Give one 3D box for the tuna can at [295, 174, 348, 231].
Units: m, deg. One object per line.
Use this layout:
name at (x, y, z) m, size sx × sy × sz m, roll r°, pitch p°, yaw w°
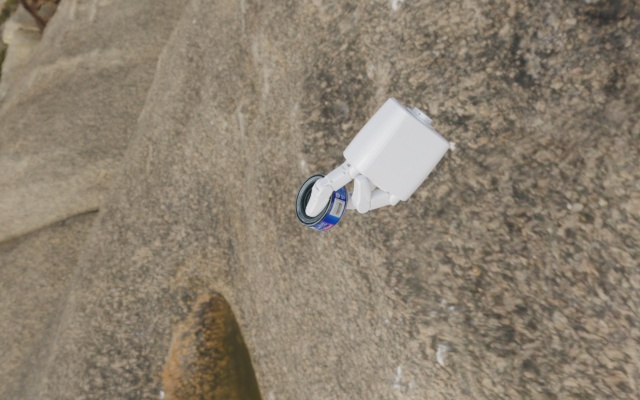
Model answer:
tuna can at (0.000, 0.002, 0.737) m, size 0.034 × 0.086 × 0.086 m, roll 20°, pitch -13°, yaw -40°
